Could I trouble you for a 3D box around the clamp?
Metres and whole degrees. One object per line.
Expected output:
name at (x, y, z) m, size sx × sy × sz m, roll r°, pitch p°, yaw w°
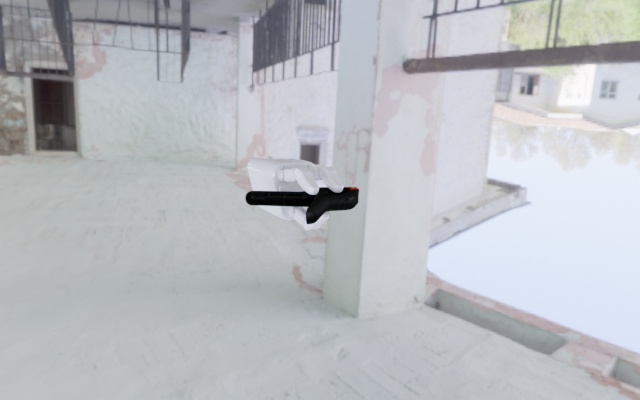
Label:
clamp at (0.000, 0.003, 0.821) m, size 0.210 × 0.036 × 0.164 m, roll -6°, pitch 17°, yaw -37°
